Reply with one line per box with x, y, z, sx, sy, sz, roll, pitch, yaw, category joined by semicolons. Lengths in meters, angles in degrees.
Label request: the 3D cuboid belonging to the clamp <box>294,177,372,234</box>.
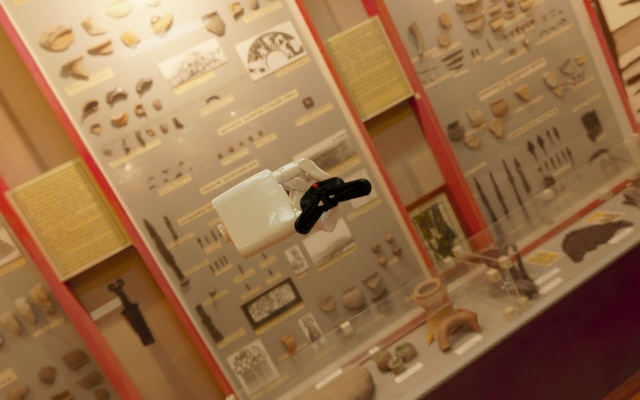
0.000;0.002;0.718;0.120;0.039;0.171;-28;10;-11;clamp
